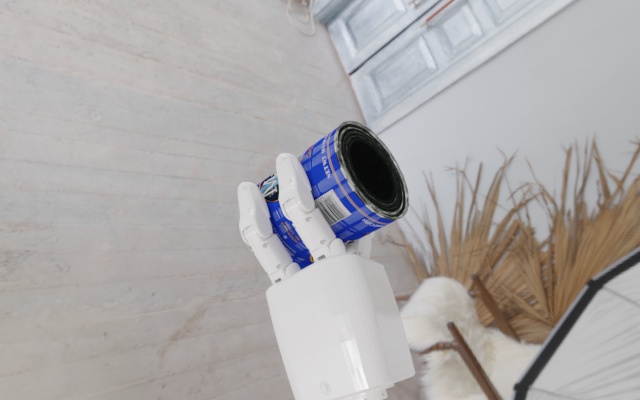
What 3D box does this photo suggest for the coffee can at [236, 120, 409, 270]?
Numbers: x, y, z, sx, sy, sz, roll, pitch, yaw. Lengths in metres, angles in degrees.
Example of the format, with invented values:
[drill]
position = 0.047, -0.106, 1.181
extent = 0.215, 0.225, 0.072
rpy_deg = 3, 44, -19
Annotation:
[coffee can]
position = 0.000, 0.001, 0.472
extent = 0.140, 0.102, 0.103
rpy_deg = -32, -19, 33
